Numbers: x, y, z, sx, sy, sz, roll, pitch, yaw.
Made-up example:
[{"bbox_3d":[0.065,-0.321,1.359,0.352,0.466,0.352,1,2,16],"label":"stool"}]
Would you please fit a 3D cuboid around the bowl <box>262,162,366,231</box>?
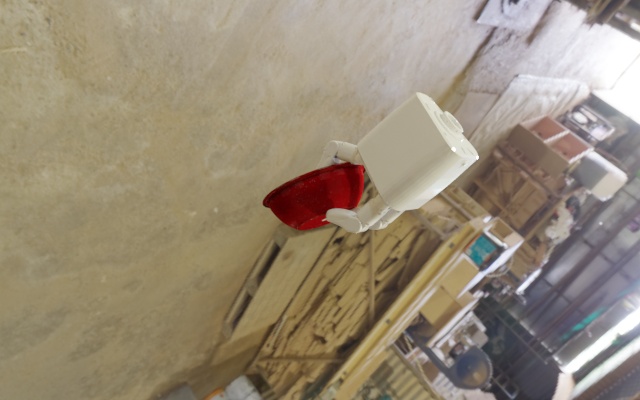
[{"bbox_3d":[-0.001,0.003,0.697,0.162,0.055,0.162,-19,-12,-4],"label":"bowl"}]
